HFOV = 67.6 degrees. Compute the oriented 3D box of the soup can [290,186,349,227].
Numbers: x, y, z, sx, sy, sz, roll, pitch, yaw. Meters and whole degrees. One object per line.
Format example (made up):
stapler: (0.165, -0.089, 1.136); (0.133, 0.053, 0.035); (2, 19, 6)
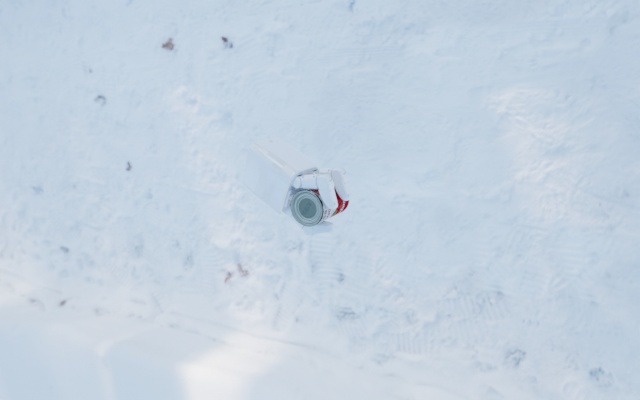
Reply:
soup can: (0.000, 0.003, 0.864); (0.068, 0.068, 0.102); (0, 12, 30)
